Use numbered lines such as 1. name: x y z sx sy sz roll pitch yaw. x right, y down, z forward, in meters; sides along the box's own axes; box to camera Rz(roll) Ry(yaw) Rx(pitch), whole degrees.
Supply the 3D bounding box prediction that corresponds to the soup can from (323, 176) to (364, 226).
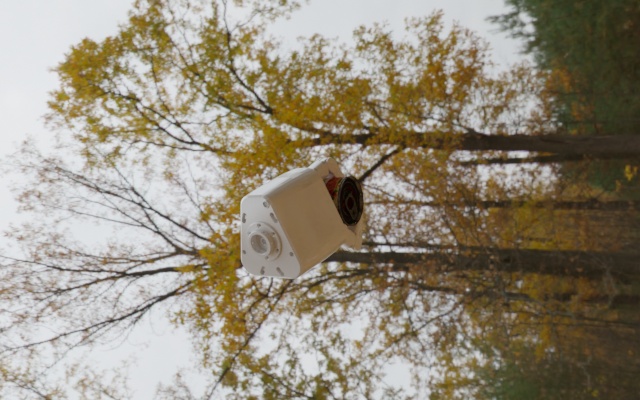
1. soup can: 0.000 0.002 0.670 0.102 0.068 0.068 -2 -1 33
